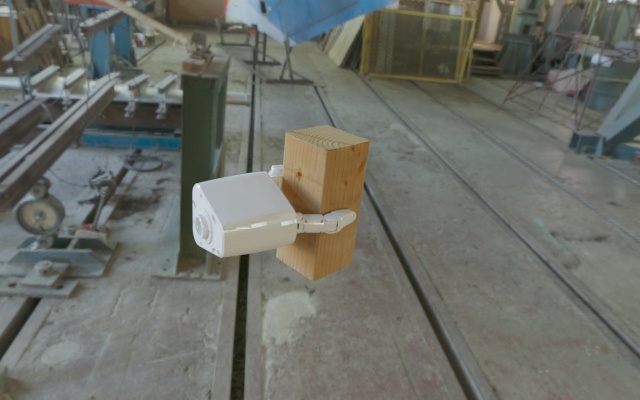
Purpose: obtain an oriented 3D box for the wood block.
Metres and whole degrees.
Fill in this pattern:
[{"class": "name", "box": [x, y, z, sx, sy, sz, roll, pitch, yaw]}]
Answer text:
[{"class": "wood block", "box": [0.000, 0.002, 0.720, 0.090, 0.206, 0.090, -18, 34, -42]}]
